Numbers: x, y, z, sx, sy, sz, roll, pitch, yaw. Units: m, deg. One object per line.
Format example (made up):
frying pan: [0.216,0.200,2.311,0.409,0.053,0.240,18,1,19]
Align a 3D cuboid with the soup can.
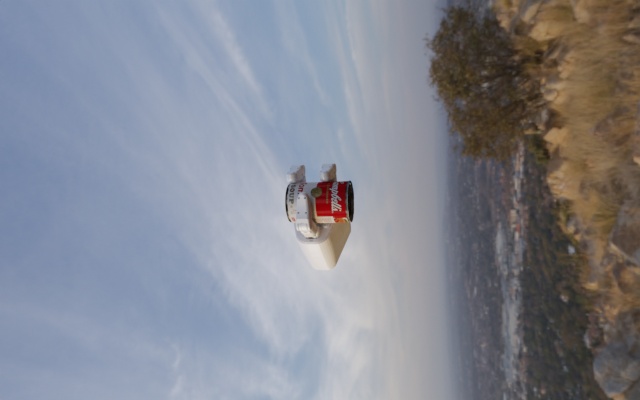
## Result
soup can: [0.000,0.002,0.779,0.102,0.068,0.068,-1,0,13]
